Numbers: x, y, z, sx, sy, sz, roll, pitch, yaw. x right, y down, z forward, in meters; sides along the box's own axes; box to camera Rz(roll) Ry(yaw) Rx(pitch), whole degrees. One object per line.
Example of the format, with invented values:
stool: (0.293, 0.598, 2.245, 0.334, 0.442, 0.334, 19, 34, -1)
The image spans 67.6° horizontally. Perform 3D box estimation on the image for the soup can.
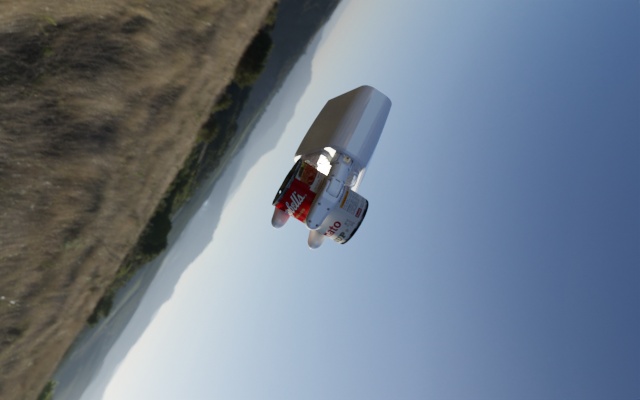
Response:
soup can: (0.000, 0.002, 0.596, 0.102, 0.068, 0.068, 31, -6, -10)
